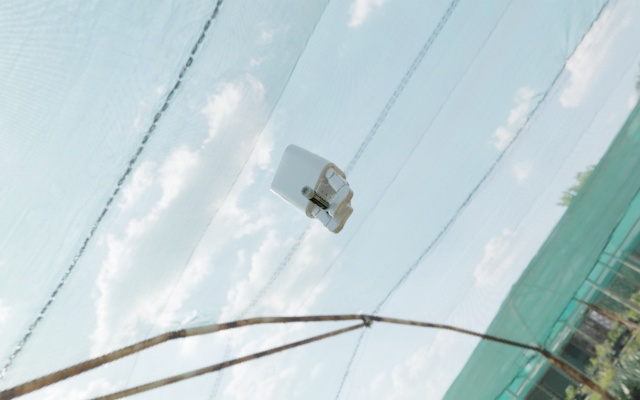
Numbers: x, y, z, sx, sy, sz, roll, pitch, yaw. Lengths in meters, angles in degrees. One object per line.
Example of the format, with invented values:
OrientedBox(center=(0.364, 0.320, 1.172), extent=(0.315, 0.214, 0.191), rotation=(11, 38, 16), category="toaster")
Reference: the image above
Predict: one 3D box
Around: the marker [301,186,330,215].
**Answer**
OrientedBox(center=(0.000, 0.003, 0.842), extent=(0.020, 0.020, 0.121), rotation=(0, -18, 26), category="marker")
